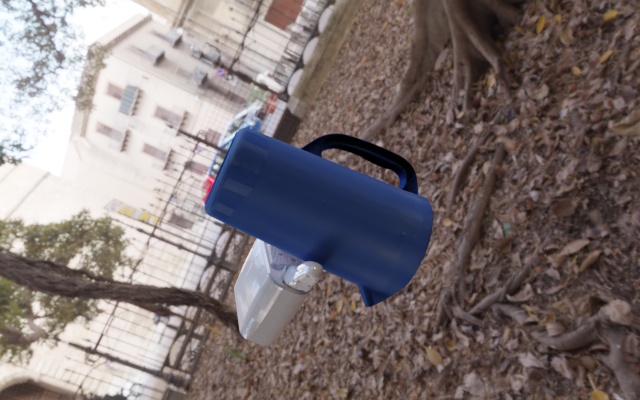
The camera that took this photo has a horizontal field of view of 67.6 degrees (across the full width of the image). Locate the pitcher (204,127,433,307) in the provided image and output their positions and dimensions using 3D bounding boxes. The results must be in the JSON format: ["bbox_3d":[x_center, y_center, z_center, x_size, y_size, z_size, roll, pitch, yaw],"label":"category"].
[{"bbox_3d":[0.000,0.002,0.560,0.243,0.145,0.149,24,29,-13],"label":"pitcher"}]
